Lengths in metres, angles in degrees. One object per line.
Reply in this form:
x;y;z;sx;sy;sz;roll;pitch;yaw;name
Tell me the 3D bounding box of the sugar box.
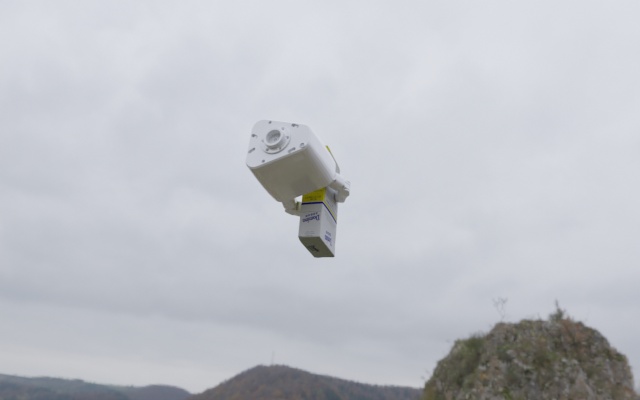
0.000;0.003;0.838;0.048;0.176;0.093;-2;-28;18;sugar box
